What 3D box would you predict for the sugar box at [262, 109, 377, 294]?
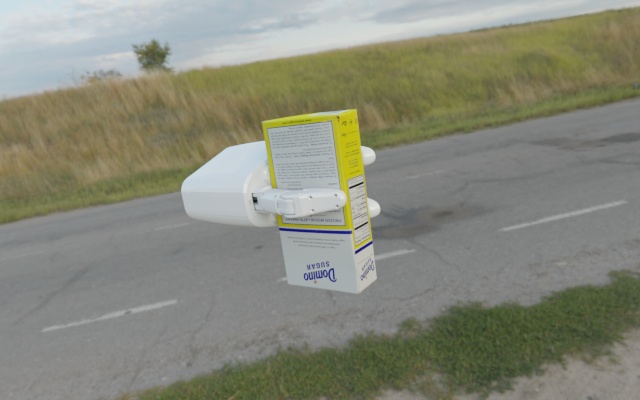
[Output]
[{"bbox_3d":[0.000,0.001,0.486,0.093,0.176,0.048,1,17,35],"label":"sugar box"}]
